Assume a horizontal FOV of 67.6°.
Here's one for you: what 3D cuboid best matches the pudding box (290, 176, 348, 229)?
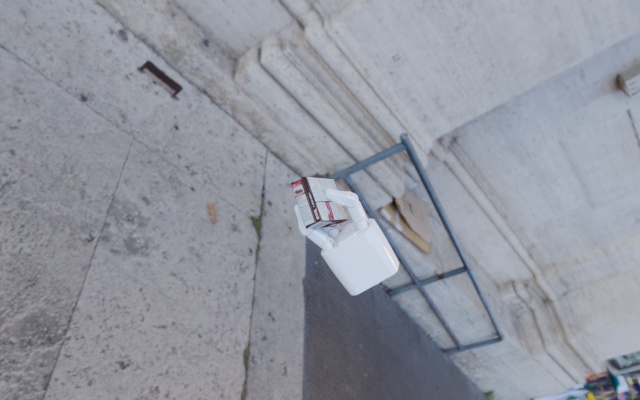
[{"bbox_3d":[0.000,0.003,0.886,0.039,0.090,0.113,-25,-12,25],"label":"pudding box"}]
